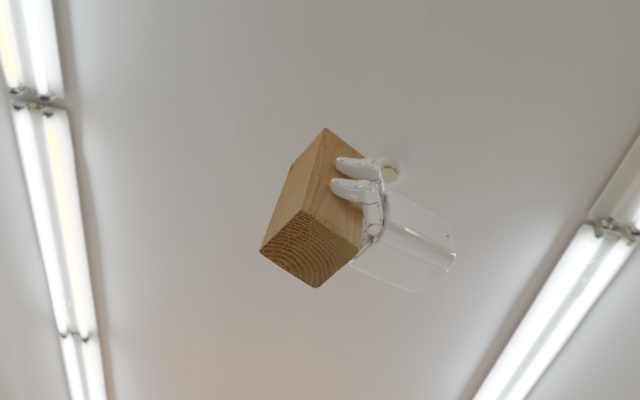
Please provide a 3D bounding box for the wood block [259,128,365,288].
[{"bbox_3d":[0.000,0.002,0.641,0.090,0.091,0.206,35,32,-14],"label":"wood block"}]
